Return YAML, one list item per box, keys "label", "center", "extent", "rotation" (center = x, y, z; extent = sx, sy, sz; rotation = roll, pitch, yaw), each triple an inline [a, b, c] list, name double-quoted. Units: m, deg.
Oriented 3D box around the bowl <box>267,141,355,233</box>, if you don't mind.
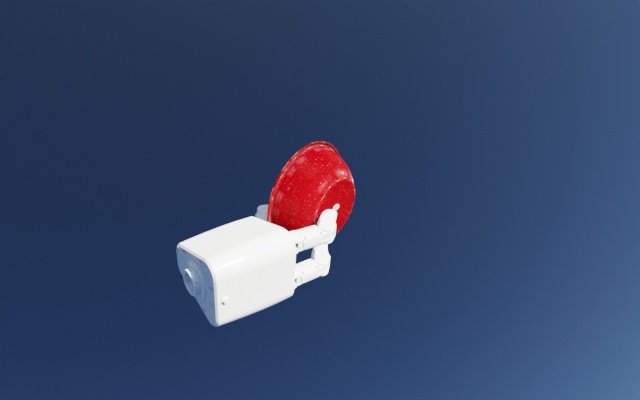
- label: "bowl"
  center: [0.001, 0.002, 0.671]
  extent: [0.055, 0.162, 0.162]
  rotation: [25, 14, 31]
